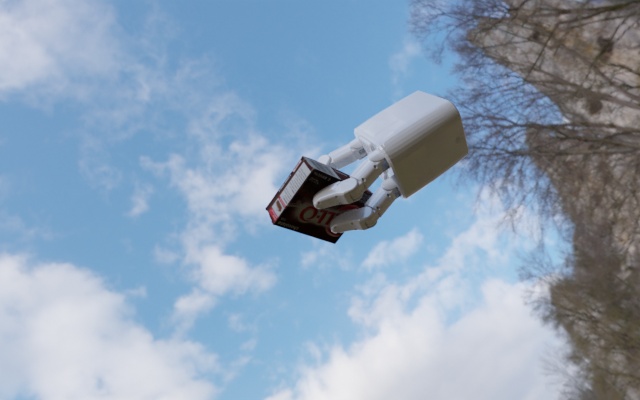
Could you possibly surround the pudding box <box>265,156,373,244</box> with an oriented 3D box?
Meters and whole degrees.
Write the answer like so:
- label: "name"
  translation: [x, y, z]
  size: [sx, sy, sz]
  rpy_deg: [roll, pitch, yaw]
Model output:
- label: "pudding box"
  translation: [0.000, 0.002, 0.614]
  size: [0.113, 0.090, 0.039]
  rpy_deg: [22, 23, -38]
